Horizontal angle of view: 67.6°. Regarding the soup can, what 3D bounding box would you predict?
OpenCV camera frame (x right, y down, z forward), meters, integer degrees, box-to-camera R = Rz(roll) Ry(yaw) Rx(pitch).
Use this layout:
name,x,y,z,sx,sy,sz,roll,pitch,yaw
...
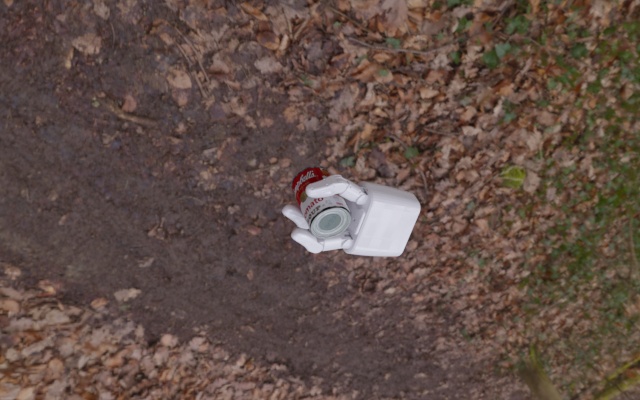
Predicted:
name,x,y,z,sx,sy,sz,roll,pitch,yaw
soup can,0.000,0.002,0.750,0.068,0.068,0.102,0,41,-24
